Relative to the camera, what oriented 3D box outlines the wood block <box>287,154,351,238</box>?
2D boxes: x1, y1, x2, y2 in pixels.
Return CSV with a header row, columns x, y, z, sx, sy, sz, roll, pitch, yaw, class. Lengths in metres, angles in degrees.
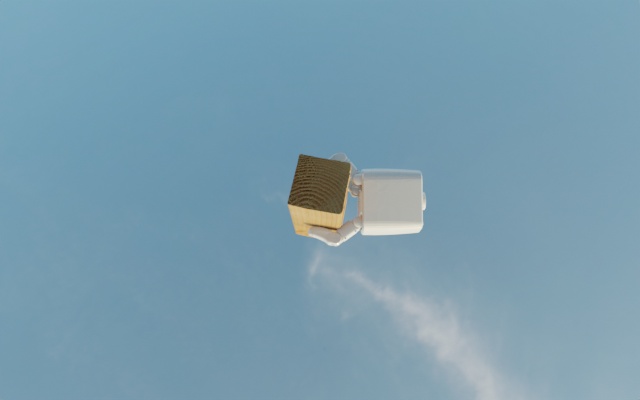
x,y,z,sx,sy,sz,roll,pitch,yaw,class
0.000,0.003,0.858,0.090,0.090,0.206,11,-17,4,wood block
